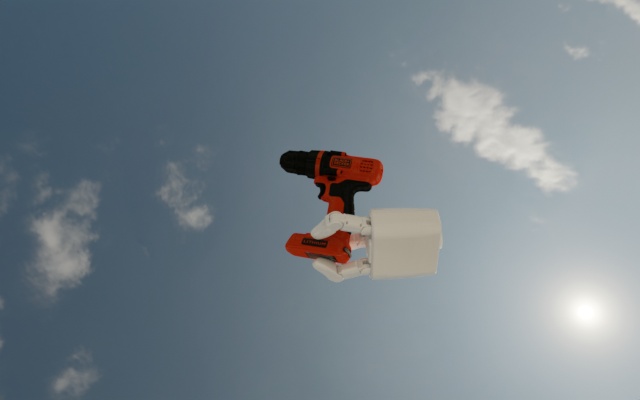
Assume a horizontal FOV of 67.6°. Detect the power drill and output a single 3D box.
[{"bbox_3d":[0.000,0.003,0.799,0.184,0.187,0.057,8,-19,18],"label":"power drill"}]
